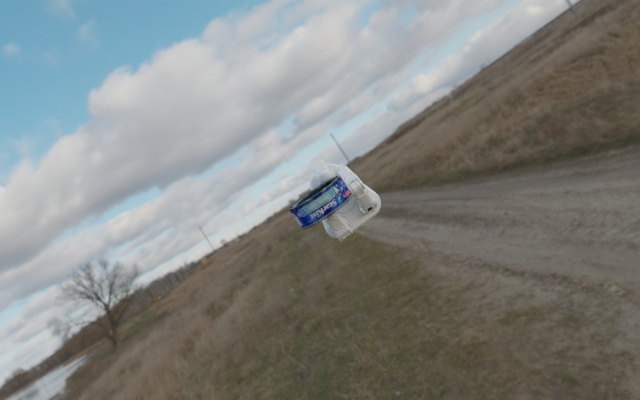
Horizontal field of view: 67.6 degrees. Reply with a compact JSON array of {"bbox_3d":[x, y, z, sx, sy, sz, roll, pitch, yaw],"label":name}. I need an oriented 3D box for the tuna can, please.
[{"bbox_3d":[0.000,0.002,0.658,0.086,0.034,0.086,-33,7,5],"label":"tuna can"}]
